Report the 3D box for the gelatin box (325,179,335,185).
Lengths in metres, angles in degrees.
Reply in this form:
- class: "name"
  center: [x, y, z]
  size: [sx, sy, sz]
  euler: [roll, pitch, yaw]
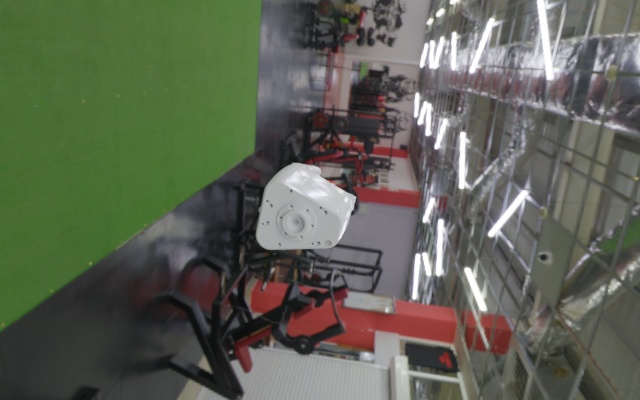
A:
- class: "gelatin box"
  center: [0.001, 0.003, 0.774]
  size: [0.030, 0.073, 0.089]
  euler: [8, 1, 9]
